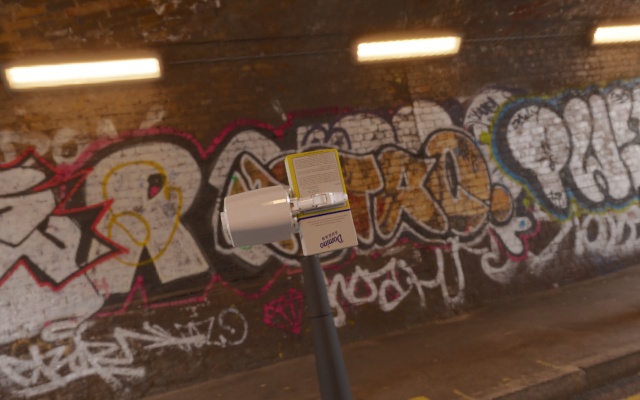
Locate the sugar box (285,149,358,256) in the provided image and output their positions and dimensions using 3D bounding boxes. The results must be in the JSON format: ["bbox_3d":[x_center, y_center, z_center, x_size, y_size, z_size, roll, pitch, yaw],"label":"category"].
[{"bbox_3d":[0.000,0.003,0.833,0.093,0.176,0.048,-10,-5,-12],"label":"sugar box"}]
